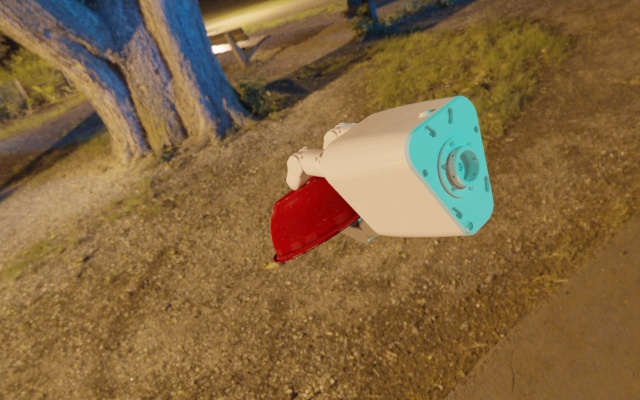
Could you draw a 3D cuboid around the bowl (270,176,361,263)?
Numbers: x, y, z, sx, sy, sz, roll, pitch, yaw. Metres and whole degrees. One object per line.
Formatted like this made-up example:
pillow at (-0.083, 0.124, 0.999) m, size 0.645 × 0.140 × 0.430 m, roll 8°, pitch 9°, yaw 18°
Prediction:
bowl at (-0.001, 0.002, 0.539) m, size 0.162 × 0.055 × 0.162 m, roll -34°, pitch 6°, yaw 4°
